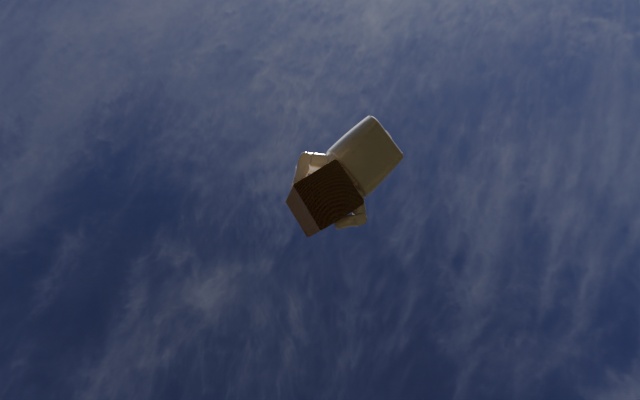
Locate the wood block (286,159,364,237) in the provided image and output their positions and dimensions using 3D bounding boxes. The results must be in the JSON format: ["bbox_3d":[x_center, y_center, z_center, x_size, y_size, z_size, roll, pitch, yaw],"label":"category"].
[{"bbox_3d":[0.001,0.003,0.880,0.090,0.091,0.206,-32,-3,-10],"label":"wood block"}]
